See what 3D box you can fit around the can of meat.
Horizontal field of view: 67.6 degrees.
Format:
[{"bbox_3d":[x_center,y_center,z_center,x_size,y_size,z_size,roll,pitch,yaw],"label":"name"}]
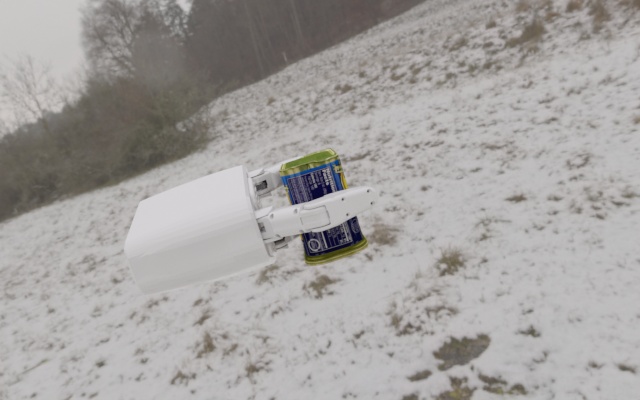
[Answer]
[{"bbox_3d":[0.000,0.001,0.433,0.057,0.084,0.102,-18,10,-1],"label":"can of meat"}]
